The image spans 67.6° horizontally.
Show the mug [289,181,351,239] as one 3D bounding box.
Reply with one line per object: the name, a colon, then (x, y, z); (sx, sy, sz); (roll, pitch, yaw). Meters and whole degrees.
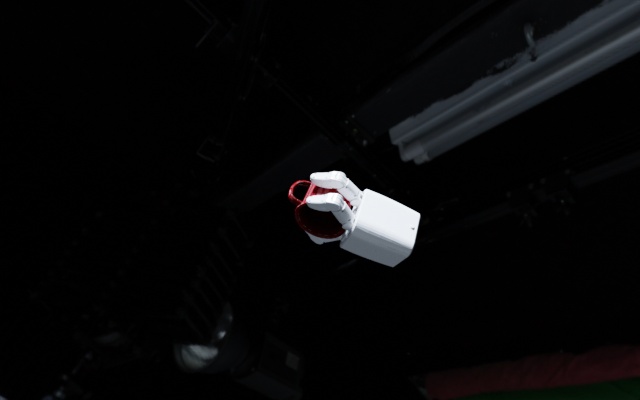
mug: (-0.001, 0.002, 0.846); (0.117, 0.081, 0.093); (24, -40, -1)
